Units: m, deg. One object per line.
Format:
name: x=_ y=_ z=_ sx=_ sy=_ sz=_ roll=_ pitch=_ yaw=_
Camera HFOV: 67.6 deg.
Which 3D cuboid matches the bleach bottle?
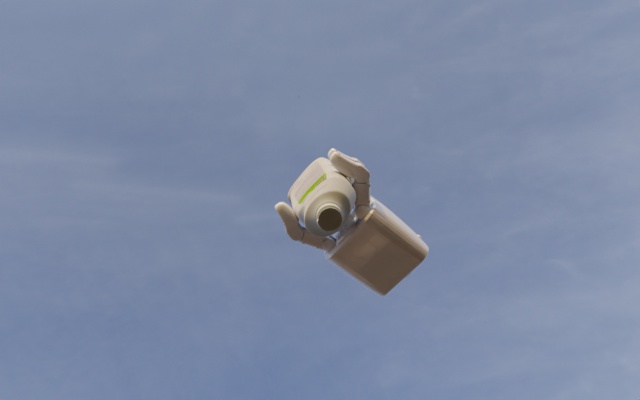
bleach bottle: x=0.000 y=0.002 z=0.671 sx=0.068 sy=0.102 sz=0.250 roll=37 pitch=8 yaw=-9
